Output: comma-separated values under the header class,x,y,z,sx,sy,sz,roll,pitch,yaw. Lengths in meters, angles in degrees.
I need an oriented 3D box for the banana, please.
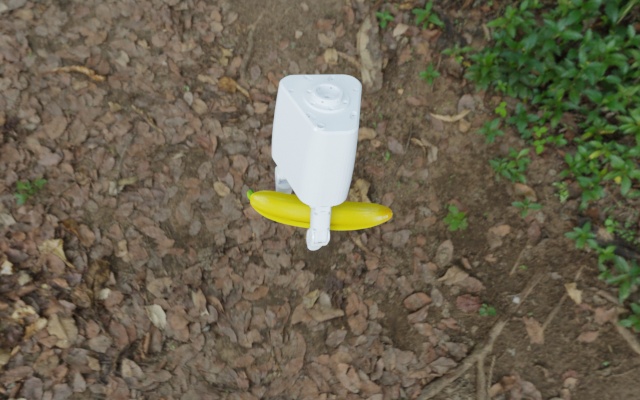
class,x,y,z,sx,sy,sz,roll,pitch,yaw
banana,-0.006,0.010,0.610,0.198,0.037,0.069,10,28,6
